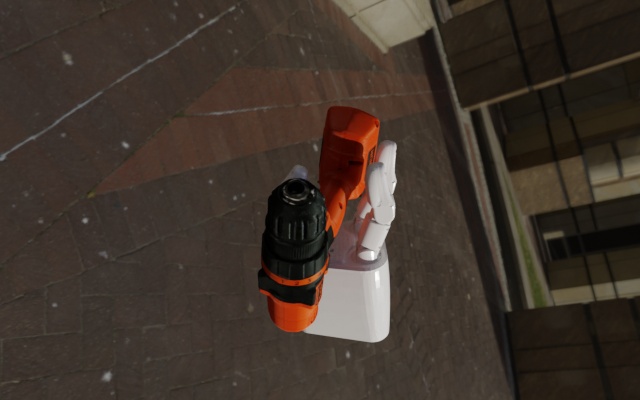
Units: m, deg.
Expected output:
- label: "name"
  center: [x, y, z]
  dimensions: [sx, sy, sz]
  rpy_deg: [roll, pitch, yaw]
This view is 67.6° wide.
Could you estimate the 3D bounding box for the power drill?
- label: "power drill"
  center: [0.000, 0.001, 0.422]
  dimensions: [0.057, 0.187, 0.185]
  rpy_deg: [19, -38, 9]
